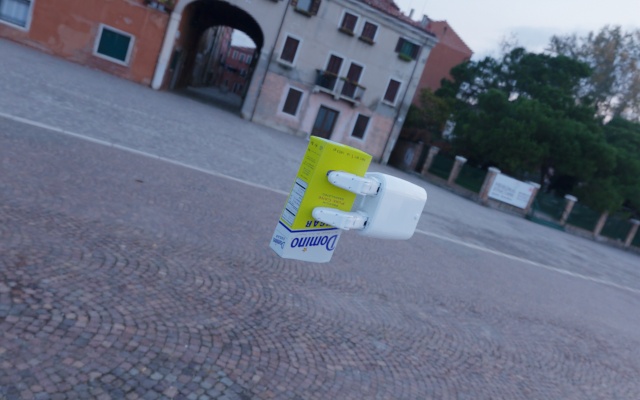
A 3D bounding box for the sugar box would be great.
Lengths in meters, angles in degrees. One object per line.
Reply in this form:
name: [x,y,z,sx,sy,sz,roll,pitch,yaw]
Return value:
sugar box: [0.001,0.002,0.691,0.093,0.176,0.048,12,12,-38]
